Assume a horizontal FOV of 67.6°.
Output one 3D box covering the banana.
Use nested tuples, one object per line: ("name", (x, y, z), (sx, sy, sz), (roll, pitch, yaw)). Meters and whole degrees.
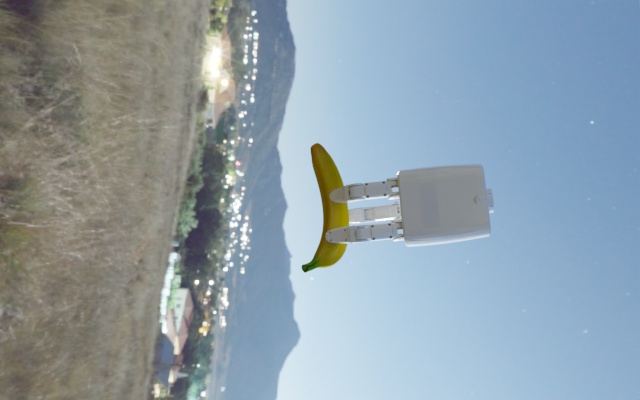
("banana", (0.012, 0.012, 0.673), (0.037, 0.197, 0.070), (-19, -34, 35))
